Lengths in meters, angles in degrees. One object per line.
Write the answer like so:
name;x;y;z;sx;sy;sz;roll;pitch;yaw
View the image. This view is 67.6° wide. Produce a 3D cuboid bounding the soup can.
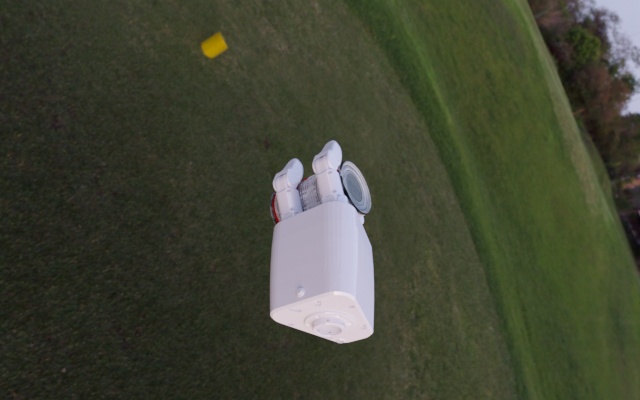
soup can;0.000;0.001;0.569;0.102;0.068;0.068;-23;-11;27
